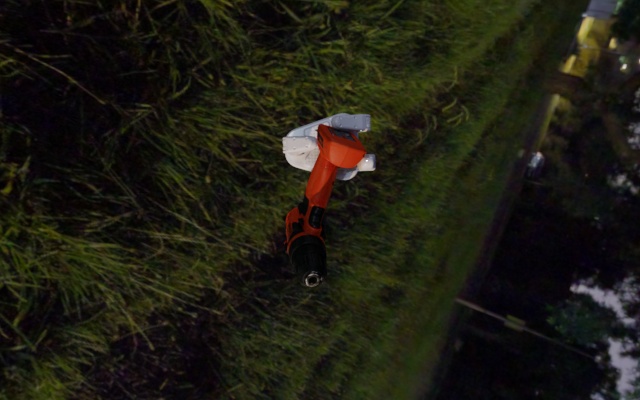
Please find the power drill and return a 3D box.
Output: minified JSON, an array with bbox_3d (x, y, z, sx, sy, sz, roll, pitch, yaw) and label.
[{"bbox_3d":[0.000,0.002,0.643,0.057,0.188,0.184,16,20,-16],"label":"power drill"}]
